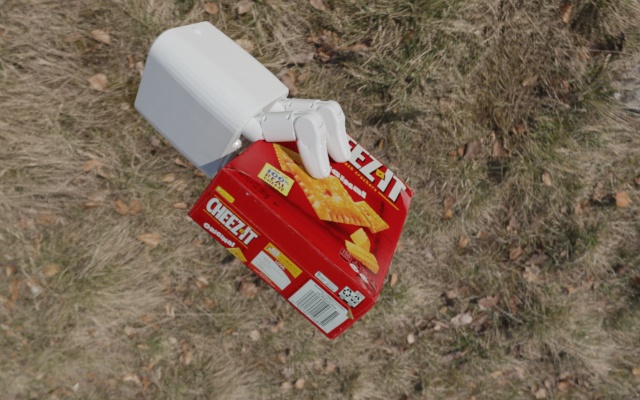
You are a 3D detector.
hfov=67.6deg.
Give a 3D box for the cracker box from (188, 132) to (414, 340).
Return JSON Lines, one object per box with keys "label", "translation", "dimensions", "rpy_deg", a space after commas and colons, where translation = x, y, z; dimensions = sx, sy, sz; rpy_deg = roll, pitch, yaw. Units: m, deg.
{"label": "cracker box", "translation": [0.000, 0.002, 0.470], "dimensions": [0.072, 0.164, 0.213], "rpy_deg": [-46, 4, 32]}
